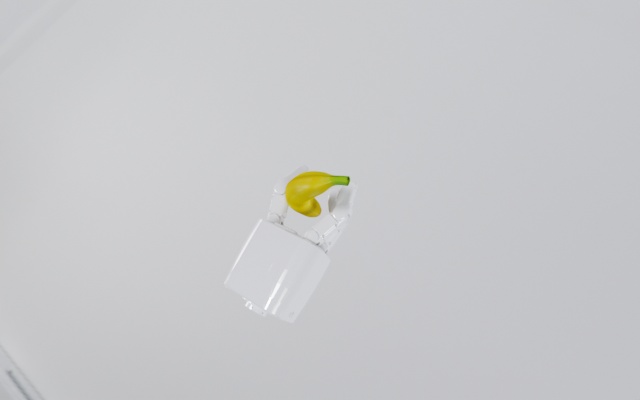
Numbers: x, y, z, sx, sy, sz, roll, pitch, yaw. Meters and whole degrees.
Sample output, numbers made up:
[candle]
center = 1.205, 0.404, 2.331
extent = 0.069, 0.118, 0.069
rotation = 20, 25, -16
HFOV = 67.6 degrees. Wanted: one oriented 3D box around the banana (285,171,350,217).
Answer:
[banana]
center = -0.017, -0.005, 0.661
extent = 0.069, 0.037, 0.198
rotation = 20, -14, -6
